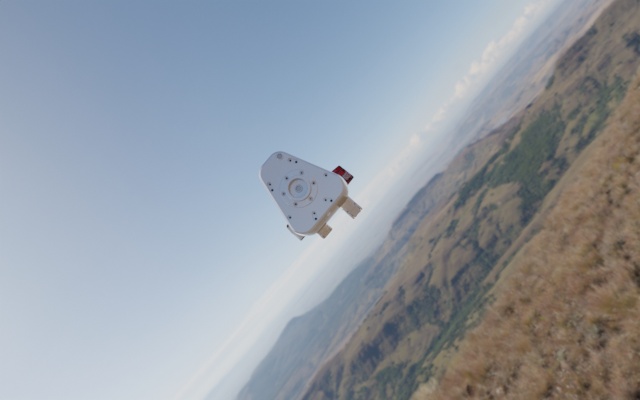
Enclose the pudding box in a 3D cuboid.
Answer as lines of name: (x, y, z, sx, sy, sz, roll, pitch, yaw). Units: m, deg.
pudding box: (0.000, 0.002, 0.791, 0.039, 0.113, 0.090, 41, 29, 5)
